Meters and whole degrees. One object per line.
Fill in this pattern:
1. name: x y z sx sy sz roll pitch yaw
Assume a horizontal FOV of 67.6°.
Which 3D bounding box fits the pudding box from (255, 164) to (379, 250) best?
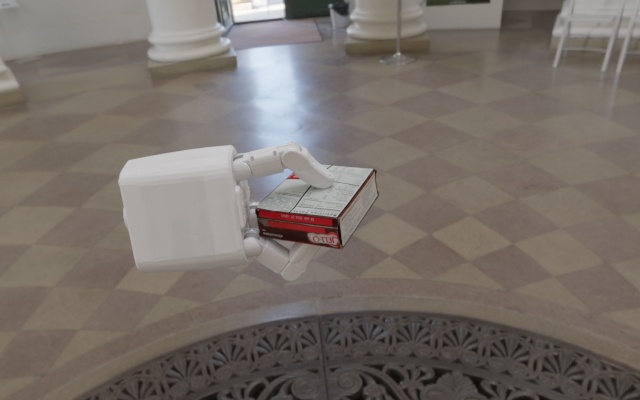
1. pudding box: 0.000 0.001 0.488 0.090 0.039 0.113 7 33 24
